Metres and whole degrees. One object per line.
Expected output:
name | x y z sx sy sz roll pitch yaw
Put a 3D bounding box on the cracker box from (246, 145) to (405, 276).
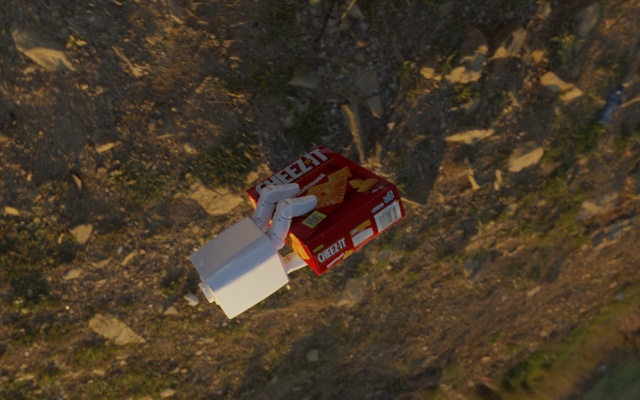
cracker box | 0.000 0.003 0.755 0.164 0.072 0.213 -33 36 -16
